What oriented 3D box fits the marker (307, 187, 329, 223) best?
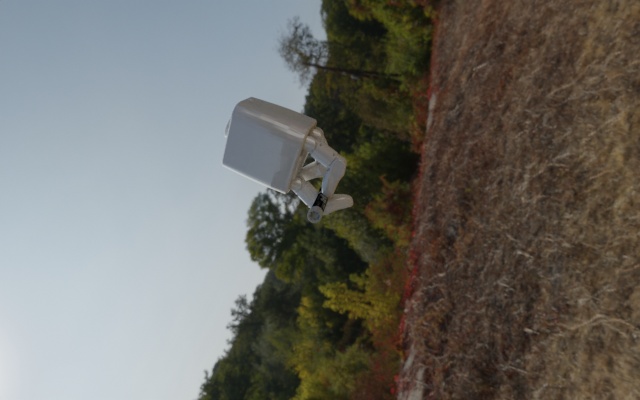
[{"bbox_3d":[0.000,0.002,0.664,0.020,0.020,0.121,0,18,8],"label":"marker"}]
